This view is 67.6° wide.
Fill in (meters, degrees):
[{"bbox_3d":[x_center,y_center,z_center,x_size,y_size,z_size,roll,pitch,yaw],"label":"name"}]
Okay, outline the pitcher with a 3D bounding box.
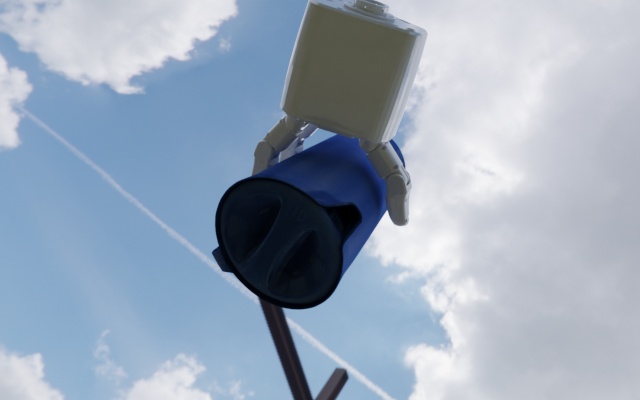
[{"bbox_3d":[0.000,0.002,0.526,0.149,0.145,0.242,24,31,17],"label":"pitcher"}]
